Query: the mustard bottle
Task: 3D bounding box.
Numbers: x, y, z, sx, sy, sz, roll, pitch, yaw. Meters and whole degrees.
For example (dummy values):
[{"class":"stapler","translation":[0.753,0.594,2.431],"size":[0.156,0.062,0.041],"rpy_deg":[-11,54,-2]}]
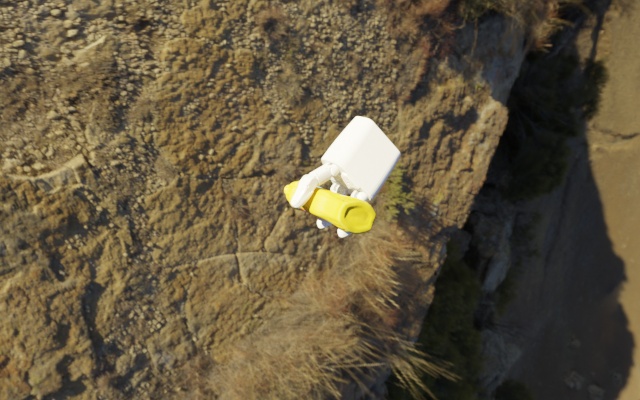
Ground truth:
[{"class":"mustard bottle","translation":[0.000,0.003,0.847],"size":[0.096,0.058,0.191],"rpy_deg":[16,4,-45]}]
